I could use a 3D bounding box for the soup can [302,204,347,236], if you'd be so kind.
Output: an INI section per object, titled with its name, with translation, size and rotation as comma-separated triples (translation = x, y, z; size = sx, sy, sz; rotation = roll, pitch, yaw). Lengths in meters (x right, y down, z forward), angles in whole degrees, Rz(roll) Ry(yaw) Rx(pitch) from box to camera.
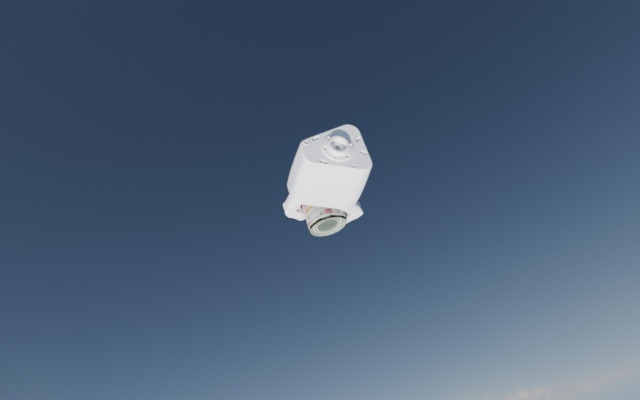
[soup can]
translation = 0.000, 0.003, 0.836
size = 0.068, 0.102, 0.068
rotation = -14, -29, -8
